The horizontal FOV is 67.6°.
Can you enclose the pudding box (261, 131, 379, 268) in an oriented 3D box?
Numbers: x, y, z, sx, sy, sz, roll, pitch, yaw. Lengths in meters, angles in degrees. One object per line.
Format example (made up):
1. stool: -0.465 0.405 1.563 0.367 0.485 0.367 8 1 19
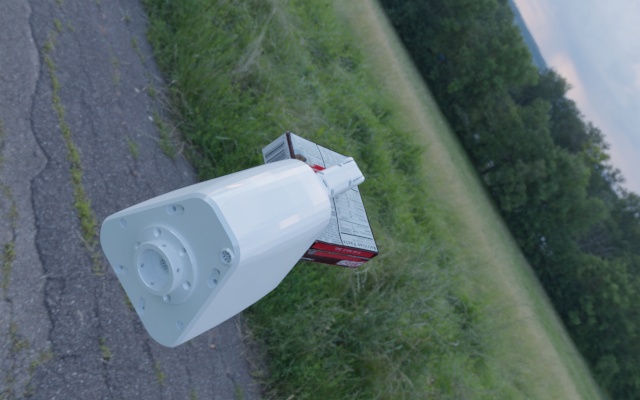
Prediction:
1. pudding box: 0.000 0.001 0.433 0.039 0.113 0.090 -32 -32 32
